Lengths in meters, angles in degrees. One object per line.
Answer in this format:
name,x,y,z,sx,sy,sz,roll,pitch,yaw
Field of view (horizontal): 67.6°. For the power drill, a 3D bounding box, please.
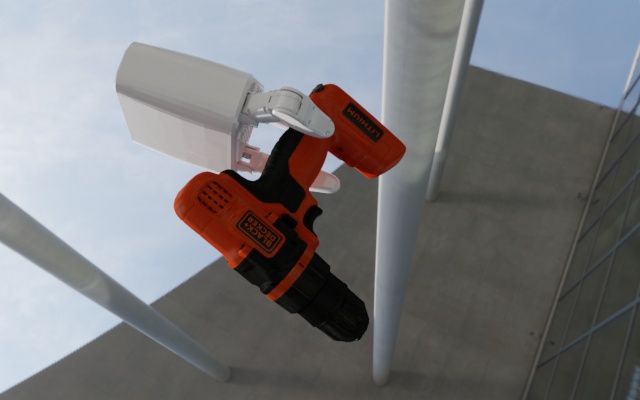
power drill,0.000,0.001,0.412,0.184,0.187,0.057,41,-32,-7
